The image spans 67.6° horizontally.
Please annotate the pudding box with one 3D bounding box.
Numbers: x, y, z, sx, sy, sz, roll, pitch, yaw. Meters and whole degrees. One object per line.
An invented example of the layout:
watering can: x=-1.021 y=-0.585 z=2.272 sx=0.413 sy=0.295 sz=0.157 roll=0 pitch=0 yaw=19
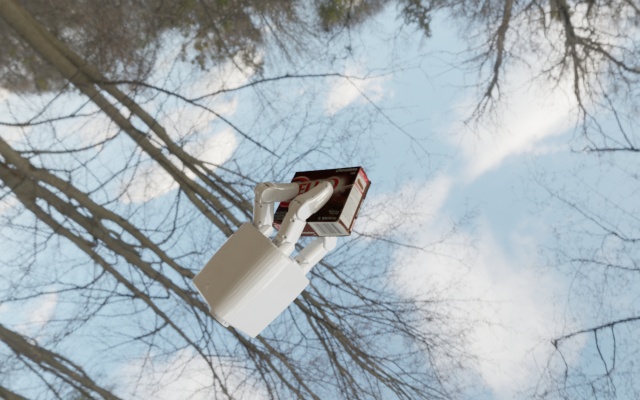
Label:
pudding box: x=0.000 y=0.002 z=0.624 sx=0.113 sy=0.090 sz=0.039 roll=-1 pitch=-38 yaw=35
